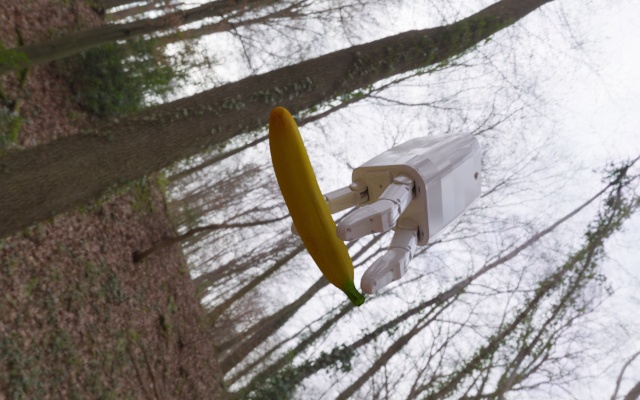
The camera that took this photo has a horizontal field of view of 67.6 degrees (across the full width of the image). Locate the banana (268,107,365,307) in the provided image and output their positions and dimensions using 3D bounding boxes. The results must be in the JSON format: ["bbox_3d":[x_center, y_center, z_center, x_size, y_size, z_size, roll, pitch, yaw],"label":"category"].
[{"bbox_3d":[-0.007,0.006,0.463,0.037,0.198,0.069,-29,9,-26],"label":"banana"}]
